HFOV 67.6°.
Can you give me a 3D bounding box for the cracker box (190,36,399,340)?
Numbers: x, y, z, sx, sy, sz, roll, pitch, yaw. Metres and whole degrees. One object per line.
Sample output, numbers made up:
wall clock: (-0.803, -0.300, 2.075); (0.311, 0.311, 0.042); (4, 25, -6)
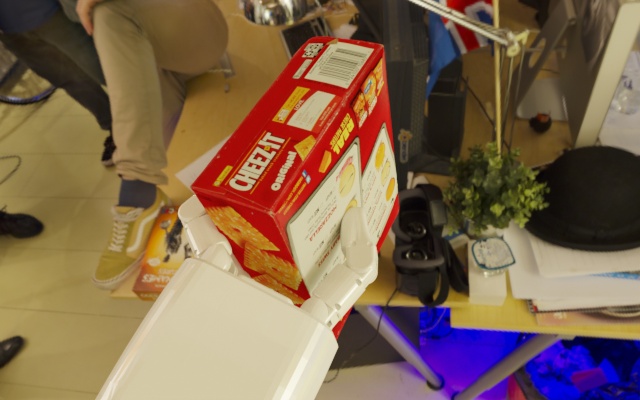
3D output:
cracker box: (0.000, 0.001, 0.402); (0.072, 0.164, 0.214); (18, -30, 24)
